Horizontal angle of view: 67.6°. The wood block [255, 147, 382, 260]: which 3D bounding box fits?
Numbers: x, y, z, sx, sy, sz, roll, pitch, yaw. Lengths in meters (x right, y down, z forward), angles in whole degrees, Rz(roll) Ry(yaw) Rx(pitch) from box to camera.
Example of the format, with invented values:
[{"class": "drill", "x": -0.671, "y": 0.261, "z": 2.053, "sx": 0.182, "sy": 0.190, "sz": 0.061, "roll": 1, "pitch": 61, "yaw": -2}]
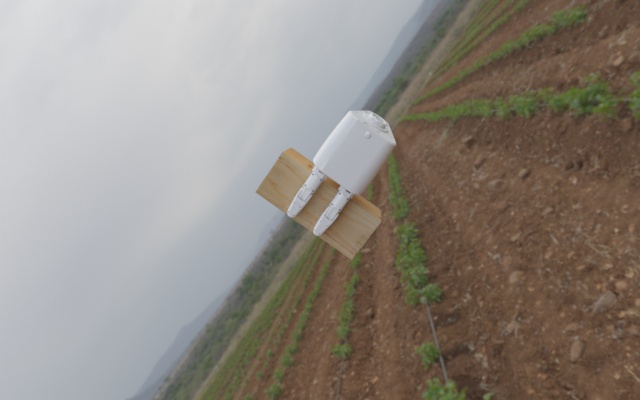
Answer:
[{"class": "wood block", "x": 0.000, "y": 0.002, "z": 0.861, "sx": 0.206, "sy": 0.090, "sz": 0.091, "roll": 35, "pitch": 14, "yaw": -1}]
